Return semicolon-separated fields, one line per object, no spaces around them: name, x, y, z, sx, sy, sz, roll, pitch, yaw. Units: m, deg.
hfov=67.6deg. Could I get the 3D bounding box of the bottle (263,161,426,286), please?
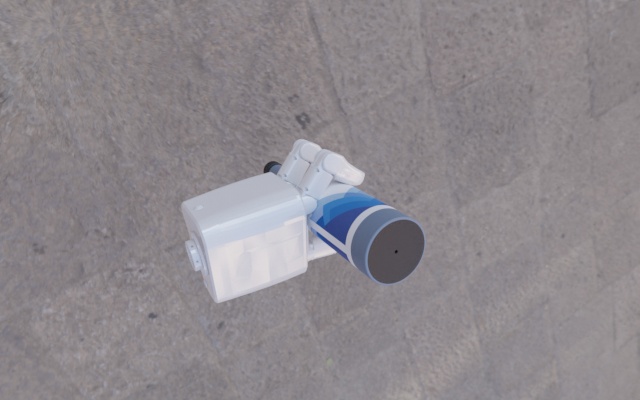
bottle;0.000;0.002;0.546;0.069;0.069;0.295;0;17;-29
